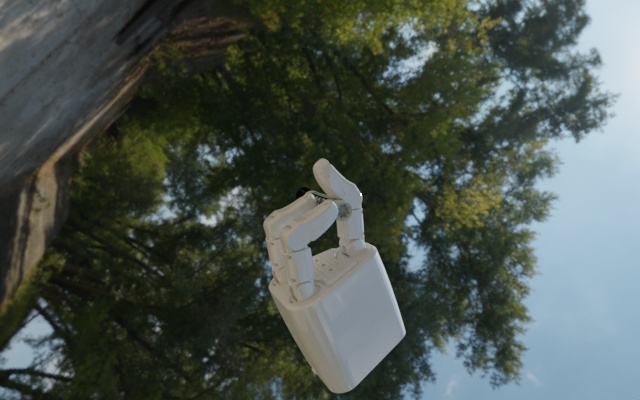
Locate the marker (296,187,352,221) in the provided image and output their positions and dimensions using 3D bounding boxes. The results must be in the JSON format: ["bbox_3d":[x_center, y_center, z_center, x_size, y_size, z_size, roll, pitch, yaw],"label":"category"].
[{"bbox_3d":[0.000,0.002,0.502,0.020,0.020,0.121,0,8,-21],"label":"marker"}]
